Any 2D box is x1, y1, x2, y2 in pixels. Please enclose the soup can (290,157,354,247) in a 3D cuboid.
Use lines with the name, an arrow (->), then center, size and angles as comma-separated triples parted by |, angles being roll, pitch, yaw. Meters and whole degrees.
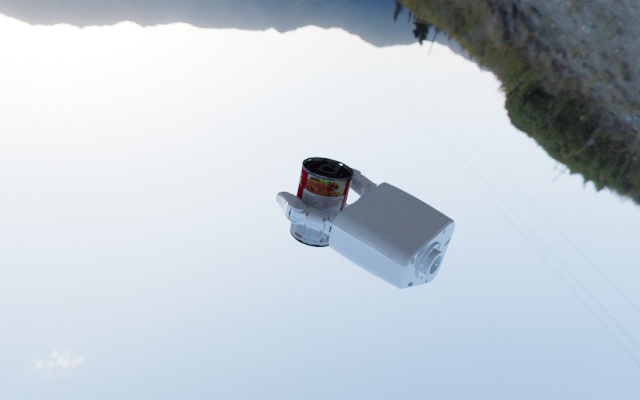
soup can -> 0.000, 0.002, 0.632 | 0.068, 0.102, 0.068 | 10, 26, -5
